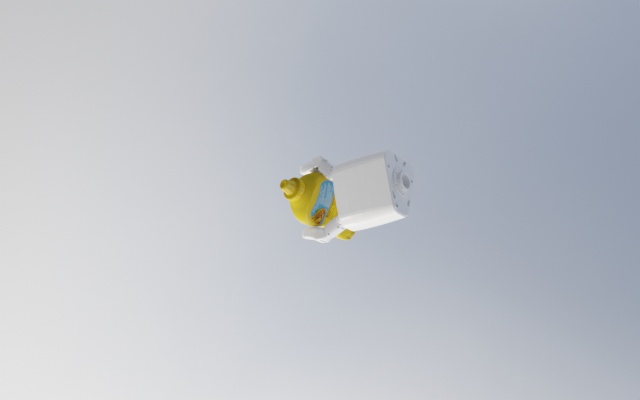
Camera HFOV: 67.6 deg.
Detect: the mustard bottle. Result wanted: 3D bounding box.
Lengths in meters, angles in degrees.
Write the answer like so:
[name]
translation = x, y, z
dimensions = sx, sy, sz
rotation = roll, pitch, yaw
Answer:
[mustard bottle]
translation = 0.000, 0.003, 0.862
dimensions = 0.058, 0.096, 0.192
rotation = 15, -8, 45
